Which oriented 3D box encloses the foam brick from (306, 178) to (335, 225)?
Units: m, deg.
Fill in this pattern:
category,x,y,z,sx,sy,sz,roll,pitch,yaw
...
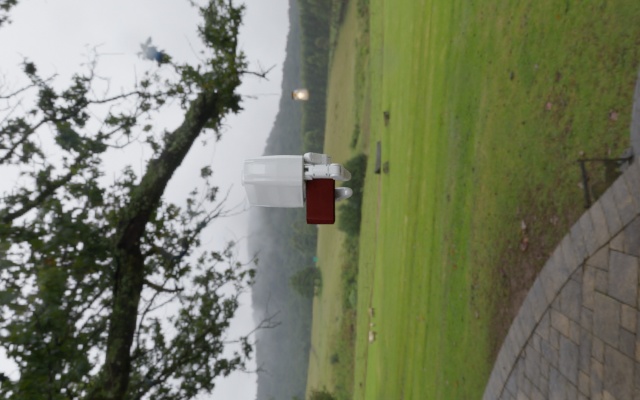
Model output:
category,x,y,z,sx,sy,sz,roll,pitch,yaw
foam brick,0.000,0.003,0.862,0.051,0.078,0.053,0,-12,-1
